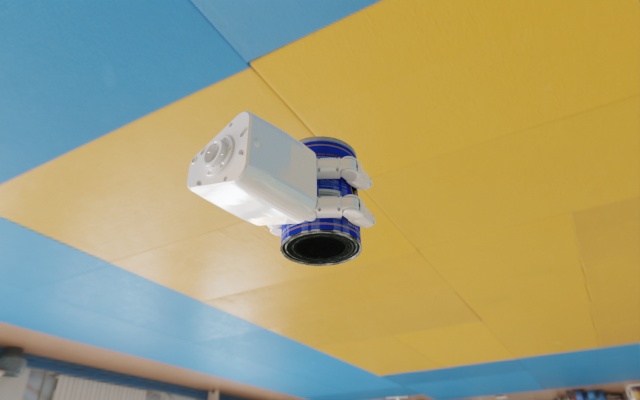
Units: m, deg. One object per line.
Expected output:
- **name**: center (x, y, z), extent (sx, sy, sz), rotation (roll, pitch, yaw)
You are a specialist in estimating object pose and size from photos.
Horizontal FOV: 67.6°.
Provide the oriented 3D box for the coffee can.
- **coffee can**: center (0.000, 0.002, 0.630), extent (0.103, 0.140, 0.103), rotation (-1, -30, 0)
